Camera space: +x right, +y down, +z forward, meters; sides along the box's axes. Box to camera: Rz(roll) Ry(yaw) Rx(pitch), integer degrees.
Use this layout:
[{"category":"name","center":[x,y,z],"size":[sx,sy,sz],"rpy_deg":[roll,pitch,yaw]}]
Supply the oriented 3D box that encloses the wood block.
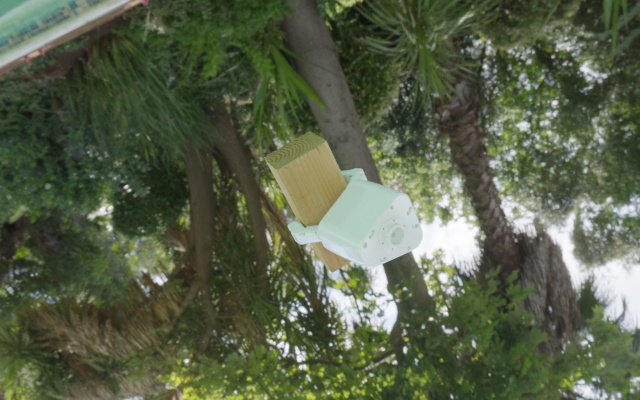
[{"category":"wood block","center":[0.000,0.003,0.791],"size":[0.091,0.206,0.090],"rpy_deg":[-30,25,-8]}]
